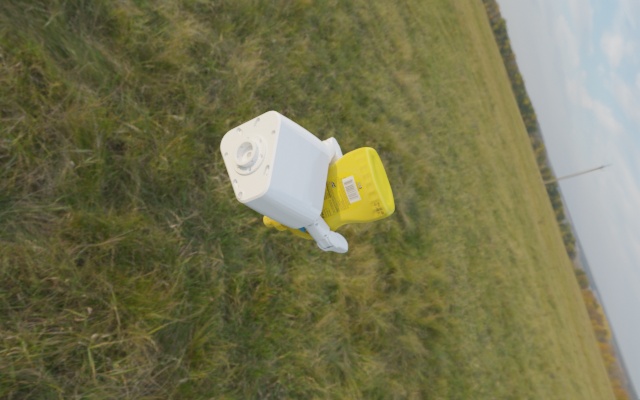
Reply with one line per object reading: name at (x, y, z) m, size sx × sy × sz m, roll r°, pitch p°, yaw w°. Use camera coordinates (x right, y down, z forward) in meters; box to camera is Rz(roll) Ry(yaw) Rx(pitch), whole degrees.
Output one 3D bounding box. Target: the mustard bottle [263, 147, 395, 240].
mustard bottle at (0.000, 0.002, 0.664) m, size 0.191 × 0.096 × 0.058 m, roll -20°, pitch -3°, yaw 26°
